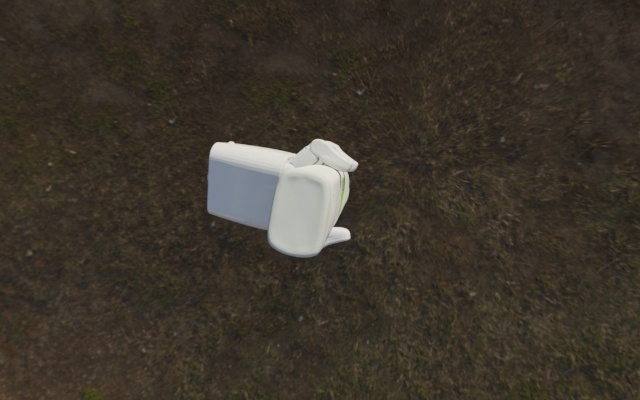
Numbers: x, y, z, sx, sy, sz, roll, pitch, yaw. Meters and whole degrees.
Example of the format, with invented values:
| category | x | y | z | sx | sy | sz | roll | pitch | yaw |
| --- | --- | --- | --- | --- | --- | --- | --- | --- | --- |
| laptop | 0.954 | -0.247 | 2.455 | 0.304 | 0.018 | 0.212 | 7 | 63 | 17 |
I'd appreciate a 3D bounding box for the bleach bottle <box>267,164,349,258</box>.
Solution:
| category | x | y | z | sx | sy | sz | roll | pitch | yaw |
| --- | --- | --- | --- | --- | --- | --- | --- | --- | --- |
| bleach bottle | 0.000 | 0.002 | 0.650 | 0.068 | 0.102 | 0.251 | 12 | 7 | 10 |
